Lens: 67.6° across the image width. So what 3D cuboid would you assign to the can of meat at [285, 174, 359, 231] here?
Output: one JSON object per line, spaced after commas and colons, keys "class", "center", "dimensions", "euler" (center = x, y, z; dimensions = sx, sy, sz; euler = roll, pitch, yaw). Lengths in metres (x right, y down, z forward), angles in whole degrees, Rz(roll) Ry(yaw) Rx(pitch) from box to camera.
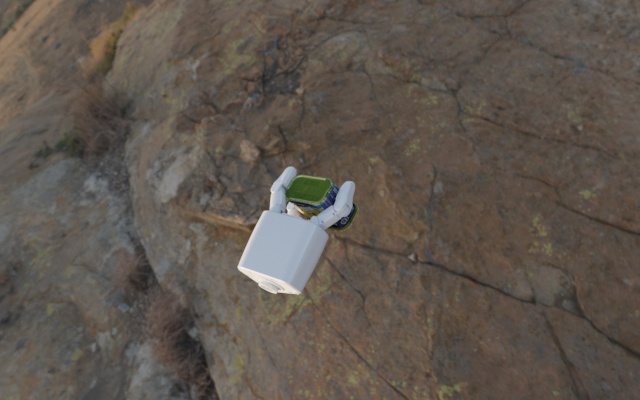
{"class": "can of meat", "center": [0.000, 0.002, 0.813], "dimensions": [0.102, 0.057, 0.084], "euler": [9, -26, 44]}
